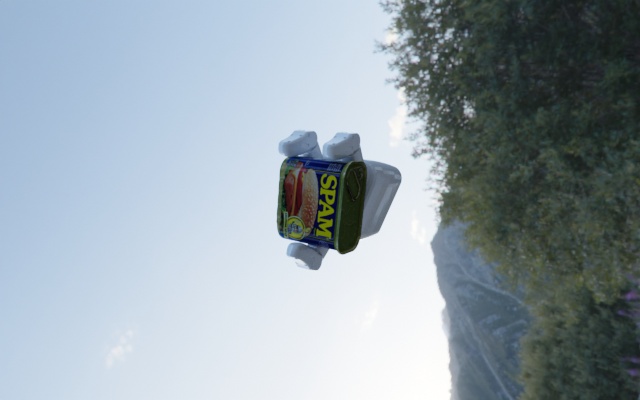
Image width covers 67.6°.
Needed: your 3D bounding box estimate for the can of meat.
[{"bbox_3d":[0.000,0.002,0.538,0.084,0.102,0.057,10,10,29],"label":"can of meat"}]
